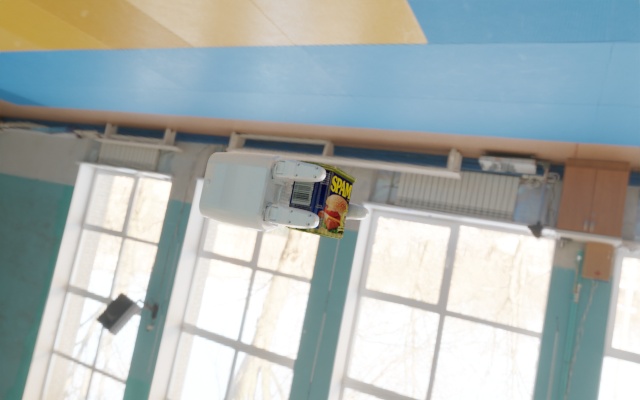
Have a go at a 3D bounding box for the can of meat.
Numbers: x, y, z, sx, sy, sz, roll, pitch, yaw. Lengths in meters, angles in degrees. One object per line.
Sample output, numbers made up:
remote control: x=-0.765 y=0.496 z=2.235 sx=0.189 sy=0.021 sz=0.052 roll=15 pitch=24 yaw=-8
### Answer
can of meat: x=0.000 y=0.002 z=0.609 sx=0.057 sy=0.084 sz=0.102 roll=9 pitch=-6 yaw=24
